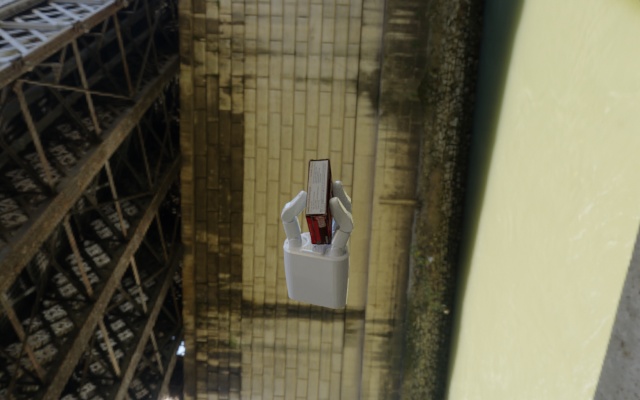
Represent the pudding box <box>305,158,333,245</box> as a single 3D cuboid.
[{"bbox_3d":[0.000,0.003,0.776,0.039,0.113,0.090,-2,-35,4],"label":"pudding box"}]
